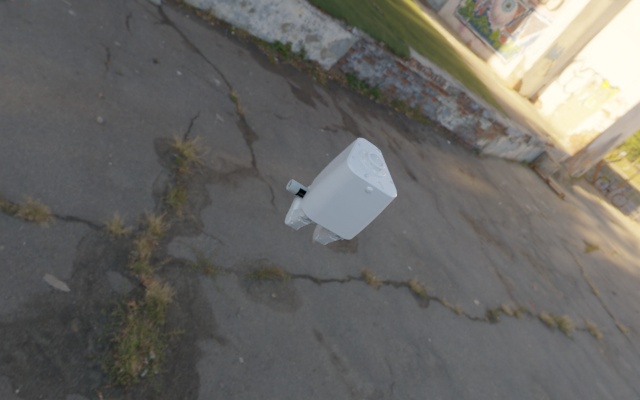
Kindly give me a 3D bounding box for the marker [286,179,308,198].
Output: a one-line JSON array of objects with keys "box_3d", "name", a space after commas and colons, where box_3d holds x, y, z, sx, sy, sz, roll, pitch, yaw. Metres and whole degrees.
[{"box_3d": [0.000, 0.003, 0.765, 0.121, 0.020, 0.020, 30, -13, -23], "name": "marker"}]
